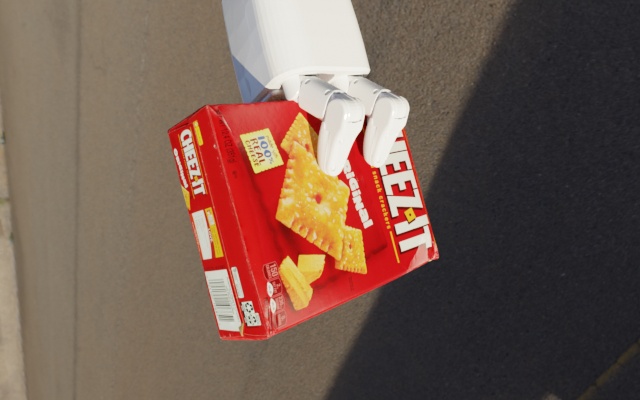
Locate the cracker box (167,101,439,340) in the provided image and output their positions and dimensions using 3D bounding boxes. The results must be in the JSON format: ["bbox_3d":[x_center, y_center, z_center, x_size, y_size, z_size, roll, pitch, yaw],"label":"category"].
[{"bbox_3d":[0.000,0.001,0.404,0.213,0.164,0.072,-14,-1,-43],"label":"cracker box"}]
